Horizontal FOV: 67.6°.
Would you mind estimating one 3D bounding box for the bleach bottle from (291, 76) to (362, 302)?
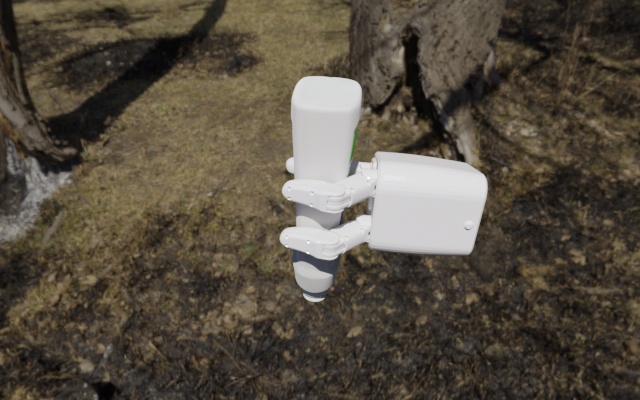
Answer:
[{"bbox_3d":[0.000,0.002,0.524,0.068,0.251,0.102,5,31,3],"label":"bleach bottle"}]
